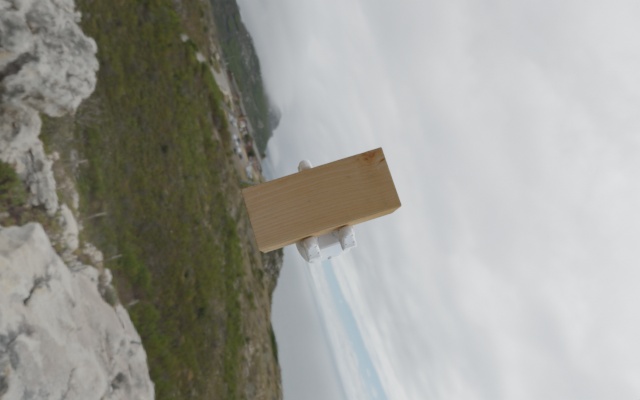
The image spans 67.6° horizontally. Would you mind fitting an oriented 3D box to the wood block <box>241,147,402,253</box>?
[{"bbox_3d":[0.000,0.002,0.701,0.206,0.091,0.090,-17,-8,-3],"label":"wood block"}]
